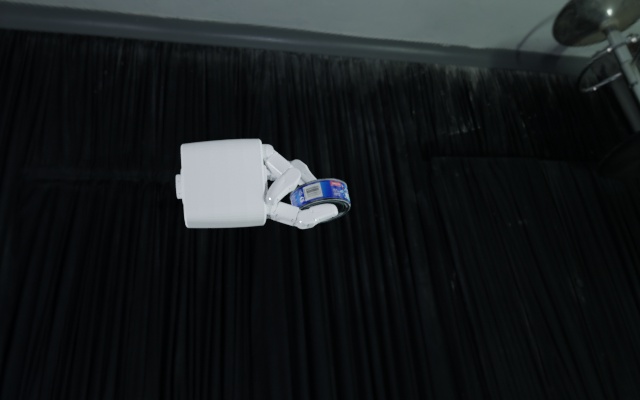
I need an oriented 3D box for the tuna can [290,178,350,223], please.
[{"bbox_3d":[0.000,0.003,0.699,0.086,0.033,0.086,-10,-24,-4],"label":"tuna can"}]
